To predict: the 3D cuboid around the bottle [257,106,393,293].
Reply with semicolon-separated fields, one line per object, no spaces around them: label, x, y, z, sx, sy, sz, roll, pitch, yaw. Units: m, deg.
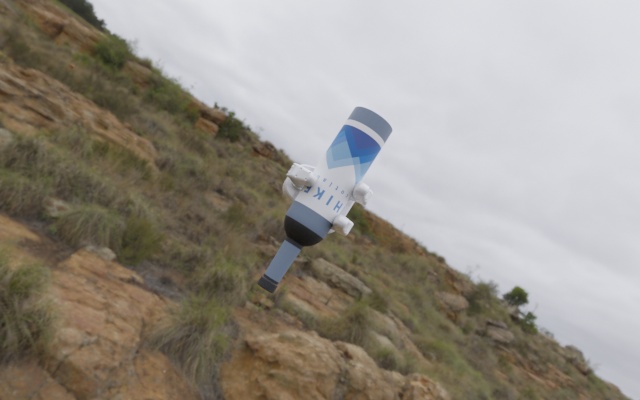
bottle;0.000;0.002;0.696;0.069;0.295;0.069;32;-6;4
